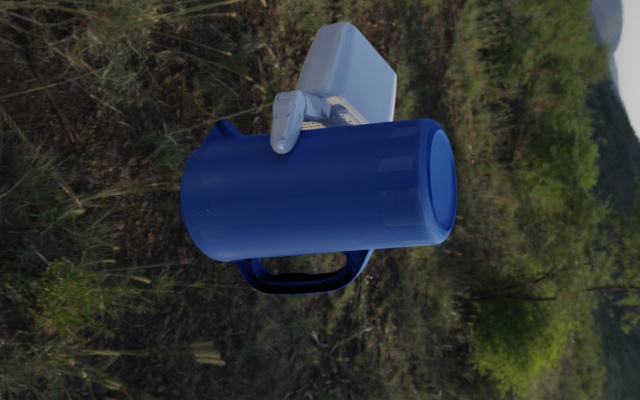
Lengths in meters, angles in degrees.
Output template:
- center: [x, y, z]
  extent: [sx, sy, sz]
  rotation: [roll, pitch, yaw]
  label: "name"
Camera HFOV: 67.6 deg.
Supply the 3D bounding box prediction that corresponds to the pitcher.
- center: [0.000, 0.001, 0.461]
  extent: [0.243, 0.145, 0.149]
  rotation: [-4, -34, 29]
  label: "pitcher"
